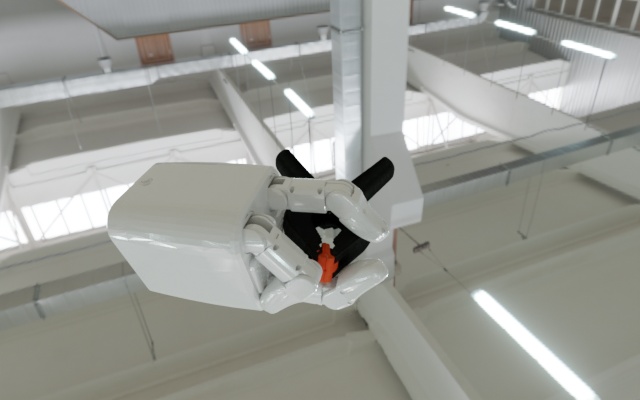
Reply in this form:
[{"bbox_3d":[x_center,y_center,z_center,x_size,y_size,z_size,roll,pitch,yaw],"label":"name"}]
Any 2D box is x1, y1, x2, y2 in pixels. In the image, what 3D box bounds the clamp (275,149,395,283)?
[{"bbox_3d":[0.000,0.002,0.436,0.120,0.039,0.171,5,34,12],"label":"clamp"}]
